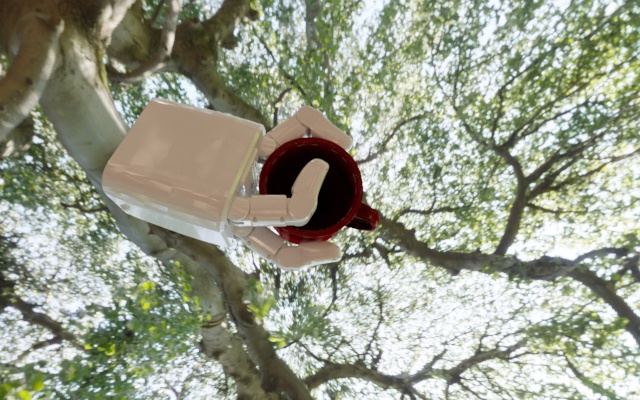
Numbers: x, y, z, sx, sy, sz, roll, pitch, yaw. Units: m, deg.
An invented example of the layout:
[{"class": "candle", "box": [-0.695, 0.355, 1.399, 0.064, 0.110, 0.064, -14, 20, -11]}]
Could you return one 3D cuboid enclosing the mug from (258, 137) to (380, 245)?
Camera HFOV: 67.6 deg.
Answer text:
[{"class": "mug", "box": [0.001, 0.002, 0.459, 0.117, 0.093, 0.081, 19, -16, 1]}]
